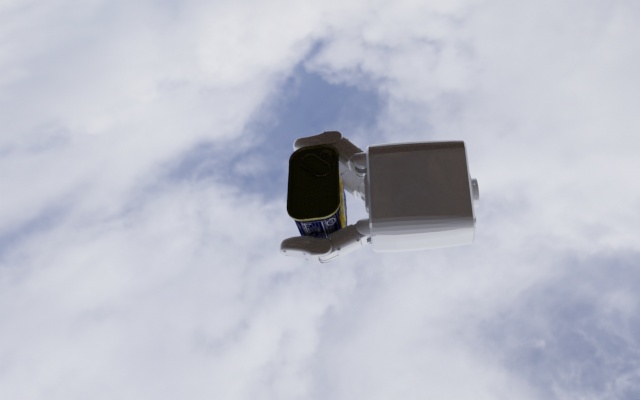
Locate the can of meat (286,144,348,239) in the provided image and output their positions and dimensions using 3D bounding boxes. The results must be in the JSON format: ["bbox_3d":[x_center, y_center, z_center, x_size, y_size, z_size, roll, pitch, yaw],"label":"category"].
[{"bbox_3d":[0.000,0.002,0.547,0.057,0.102,0.084,-7,-37,9],"label":"can of meat"}]
